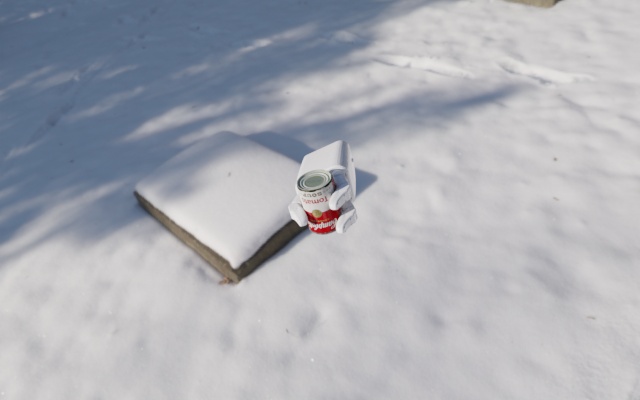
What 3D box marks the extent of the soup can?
[{"bbox_3d":[0.000,0.003,0.875,0.068,0.102,0.068,-11,35,7],"label":"soup can"}]
